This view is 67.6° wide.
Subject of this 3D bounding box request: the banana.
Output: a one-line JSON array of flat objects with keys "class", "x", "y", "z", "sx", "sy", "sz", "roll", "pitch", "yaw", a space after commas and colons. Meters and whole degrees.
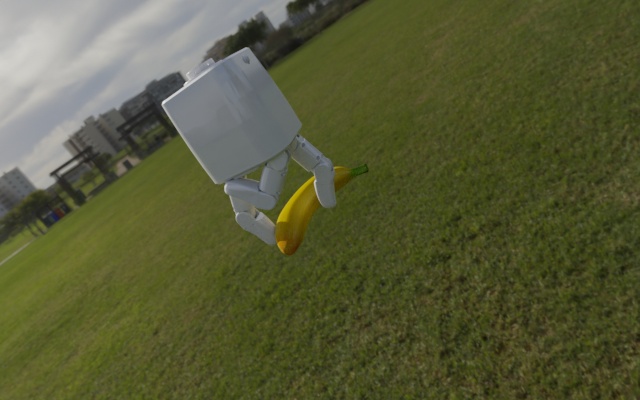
[{"class": "banana", "x": -0.011, "y": 0.004, "z": 0.606, "sx": 0.069, "sy": 0.037, "sz": 0.197, "roll": -16, "pitch": 24, "yaw": 43}]
